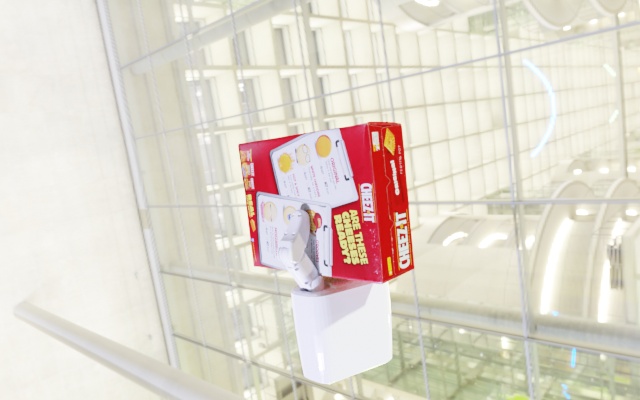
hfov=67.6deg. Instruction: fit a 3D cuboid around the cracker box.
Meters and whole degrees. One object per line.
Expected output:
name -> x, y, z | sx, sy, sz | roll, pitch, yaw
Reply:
cracker box -> 0.000, 0.002, 0.566 | 0.213, 0.164, 0.072 | -1, 7, 44
